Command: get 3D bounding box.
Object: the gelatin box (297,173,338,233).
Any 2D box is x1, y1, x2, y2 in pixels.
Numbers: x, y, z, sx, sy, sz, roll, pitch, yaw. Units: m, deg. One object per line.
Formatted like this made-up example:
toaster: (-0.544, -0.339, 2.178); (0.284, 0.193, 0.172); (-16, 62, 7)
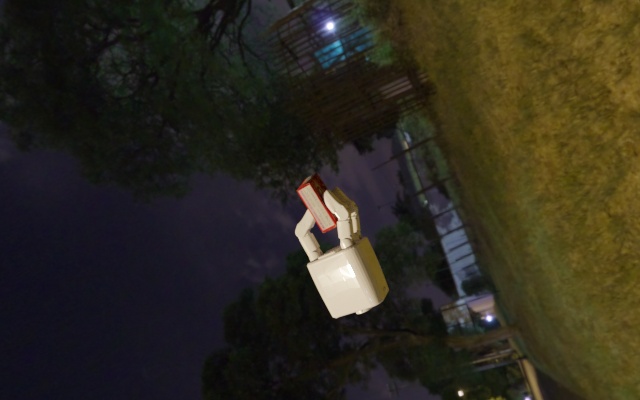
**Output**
gelatin box: (0.000, 0.003, 0.828); (0.030, 0.089, 0.073); (-30, 10, 17)
